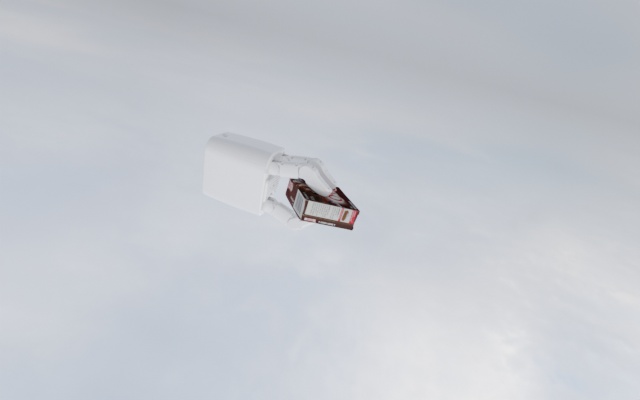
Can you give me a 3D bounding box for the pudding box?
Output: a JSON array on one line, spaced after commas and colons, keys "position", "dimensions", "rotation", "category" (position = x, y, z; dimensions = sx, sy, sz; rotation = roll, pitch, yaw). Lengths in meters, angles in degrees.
[{"position": [0.000, 0.003, 0.752], "dimensions": [0.090, 0.039, 0.113], "rotation": [11, 19, -20], "category": "pudding box"}]
